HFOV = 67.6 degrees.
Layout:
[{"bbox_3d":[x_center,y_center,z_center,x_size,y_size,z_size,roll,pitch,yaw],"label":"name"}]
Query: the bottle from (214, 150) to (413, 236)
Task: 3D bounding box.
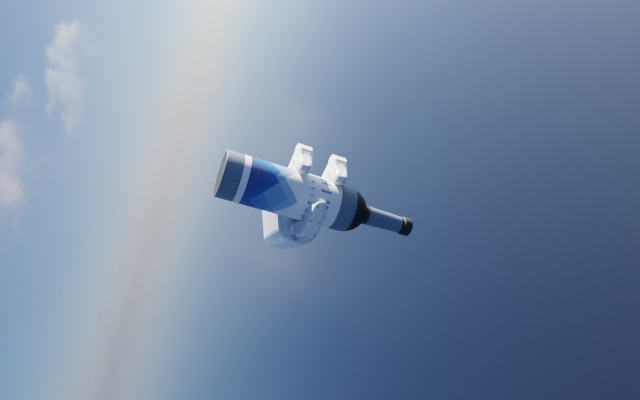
[{"bbox_3d":[0.000,0.002,0.686,0.296,0.069,0.069,16,-5,-18],"label":"bottle"}]
